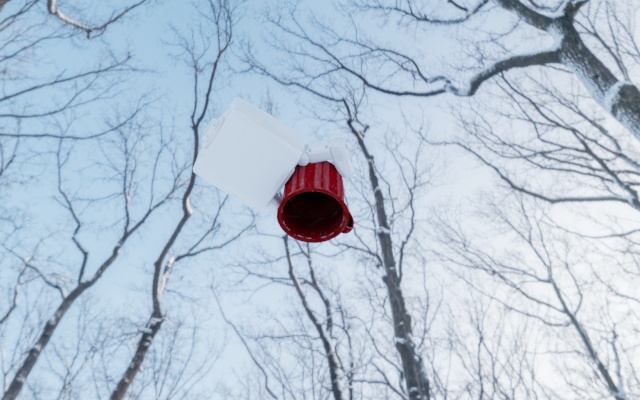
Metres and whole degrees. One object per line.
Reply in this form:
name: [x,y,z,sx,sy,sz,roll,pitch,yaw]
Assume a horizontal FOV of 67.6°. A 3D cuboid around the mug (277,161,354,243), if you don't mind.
mug: [0.001,0.003,0.647,0.117,0.081,0.093,32,-58,-22]
